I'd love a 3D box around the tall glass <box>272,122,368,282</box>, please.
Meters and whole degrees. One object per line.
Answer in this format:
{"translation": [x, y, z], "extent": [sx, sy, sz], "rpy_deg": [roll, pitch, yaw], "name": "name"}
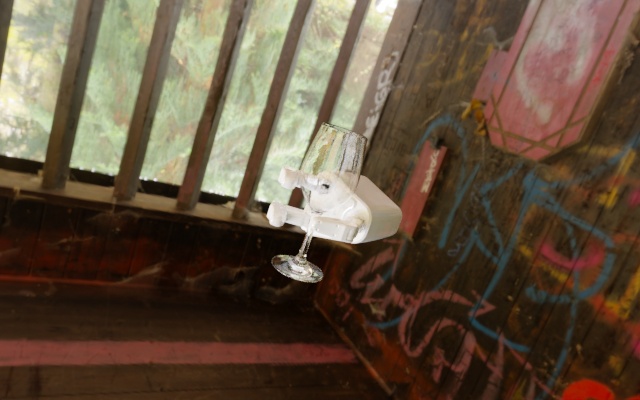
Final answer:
{"translation": [0.000, 0.003, 0.632], "extent": [0.079, 0.201, 0.079], "rpy_deg": [18, 14, -4], "name": "tall glass"}
